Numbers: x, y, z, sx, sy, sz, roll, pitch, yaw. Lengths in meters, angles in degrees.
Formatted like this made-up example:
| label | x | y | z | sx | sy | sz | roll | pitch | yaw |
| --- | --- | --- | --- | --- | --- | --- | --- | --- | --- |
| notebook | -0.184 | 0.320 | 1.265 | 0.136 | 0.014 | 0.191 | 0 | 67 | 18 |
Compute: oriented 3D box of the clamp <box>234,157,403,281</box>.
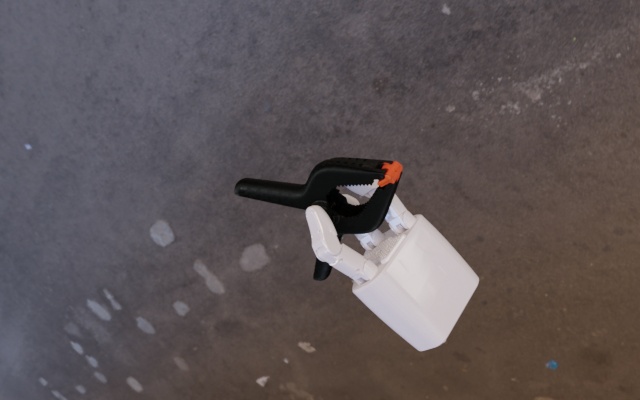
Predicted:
| label | x | y | z | sx | sy | sz | roll | pitch | yaw |
| --- | --- | --- | --- | --- | --- | --- | --- | --- | --- |
| clamp | 0.000 | 0.002 | 0.533 | 0.210 | 0.164 | 0.036 | -38 | 12 | 46 |
